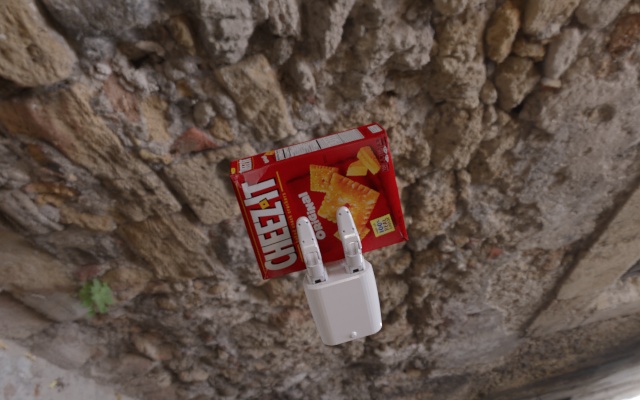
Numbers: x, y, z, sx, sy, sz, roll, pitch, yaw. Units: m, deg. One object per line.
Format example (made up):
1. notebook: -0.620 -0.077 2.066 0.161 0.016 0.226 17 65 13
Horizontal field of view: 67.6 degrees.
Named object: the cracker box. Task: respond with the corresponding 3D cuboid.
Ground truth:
1. cracker box: 0.000 0.002 0.662 0.213 0.164 0.072 -15 22 -3
